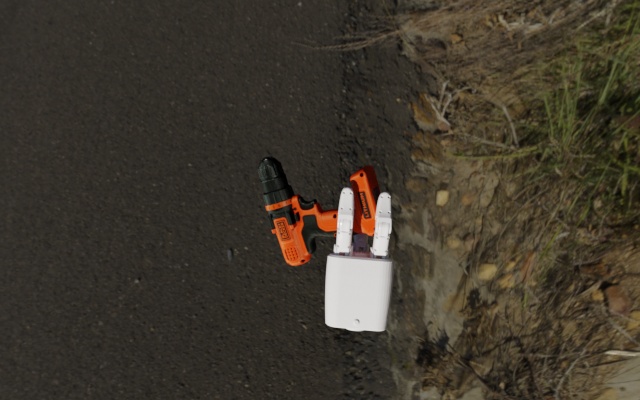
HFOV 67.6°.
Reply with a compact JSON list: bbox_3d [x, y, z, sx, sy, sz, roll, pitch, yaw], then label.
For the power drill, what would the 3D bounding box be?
[{"bbox_3d":[0.001,0.003,0.754,0.187,0.184,0.057,-13,11,25],"label":"power drill"}]
